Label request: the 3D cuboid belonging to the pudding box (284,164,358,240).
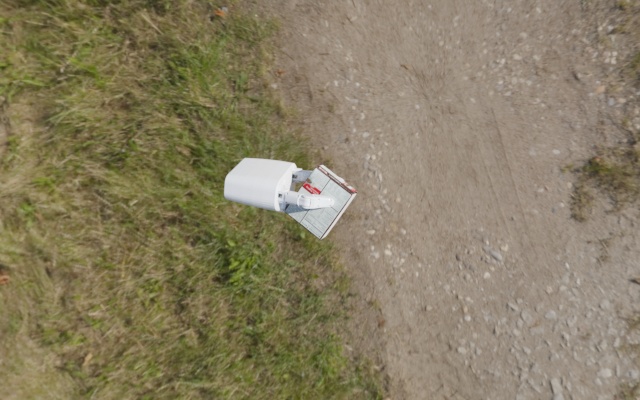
[{"bbox_3d":[0.000,0.003,0.887,0.090,0.113,0.039,38,19,7],"label":"pudding box"}]
